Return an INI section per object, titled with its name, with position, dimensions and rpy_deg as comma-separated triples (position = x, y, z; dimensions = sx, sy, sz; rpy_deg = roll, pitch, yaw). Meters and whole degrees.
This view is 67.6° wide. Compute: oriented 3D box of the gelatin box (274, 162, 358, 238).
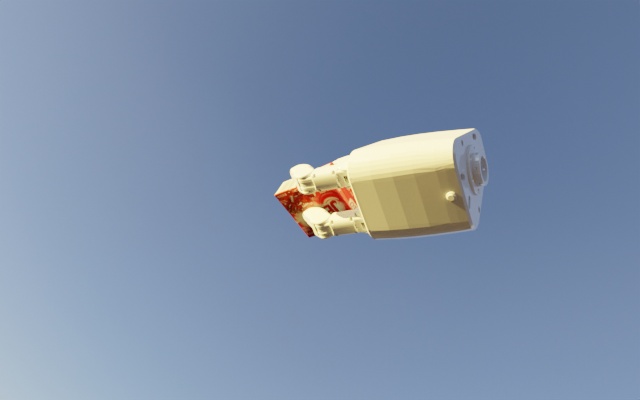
[gelatin box]
position = 0.000, 0.002, 0.568
dimensions = 0.089, 0.073, 0.030
rpy_deg = -19, 28, 42
